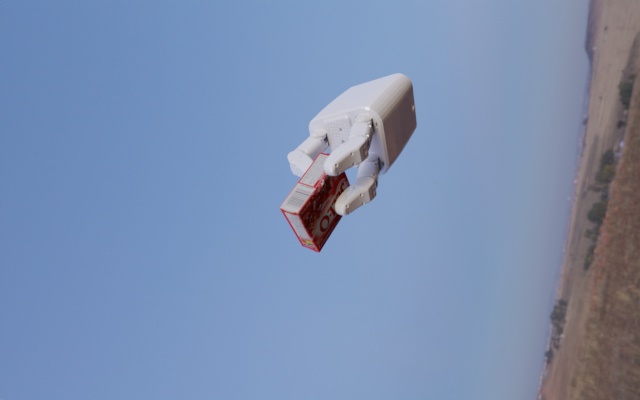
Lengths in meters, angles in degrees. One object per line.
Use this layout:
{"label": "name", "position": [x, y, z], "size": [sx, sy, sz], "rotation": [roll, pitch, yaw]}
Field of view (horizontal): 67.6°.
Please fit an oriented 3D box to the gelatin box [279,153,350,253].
{"label": "gelatin box", "position": [0.000, 0.002, 0.542], "size": [0.030, 0.089, 0.073], "rotation": [16, -32, 33]}
